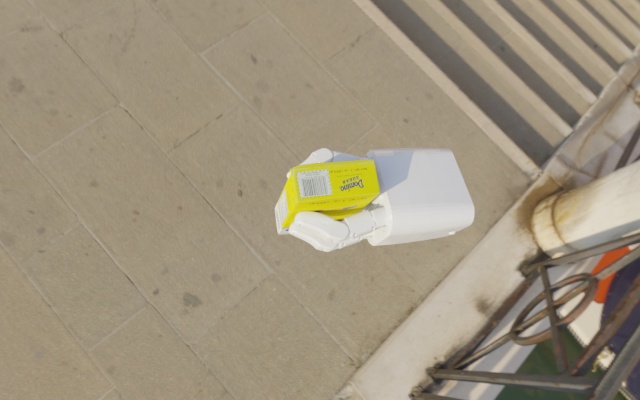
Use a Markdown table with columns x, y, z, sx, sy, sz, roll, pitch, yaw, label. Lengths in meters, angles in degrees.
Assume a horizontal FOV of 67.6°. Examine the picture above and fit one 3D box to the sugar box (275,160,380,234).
| x | y | z | sx | sy | sz | roll | pitch | yaw | label |
| --- | --- | --- | --- | --- | --- | --- | --- | --- | --- |
| 0.000 | 0.002 | 0.577 | 0.093 | 0.048 | 0.176 | -5 | -16 | -12 | sugar box |
